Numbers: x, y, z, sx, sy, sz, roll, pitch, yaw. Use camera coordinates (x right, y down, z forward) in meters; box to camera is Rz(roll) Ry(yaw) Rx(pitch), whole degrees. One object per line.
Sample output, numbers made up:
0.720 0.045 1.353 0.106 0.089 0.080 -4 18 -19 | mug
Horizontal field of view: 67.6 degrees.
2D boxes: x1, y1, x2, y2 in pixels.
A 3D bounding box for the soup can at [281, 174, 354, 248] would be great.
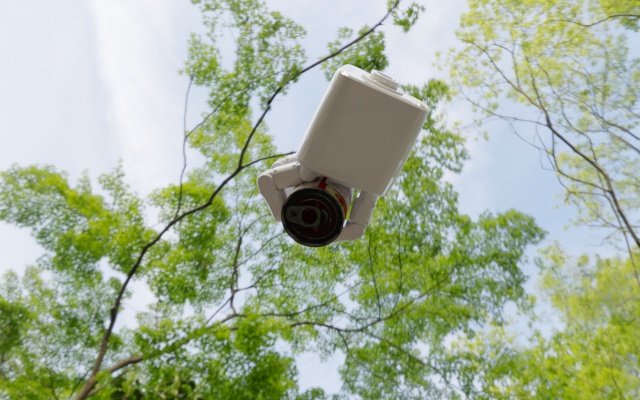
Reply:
0.000 0.002 0.546 0.068 0.068 0.102 0 19 11 | soup can
